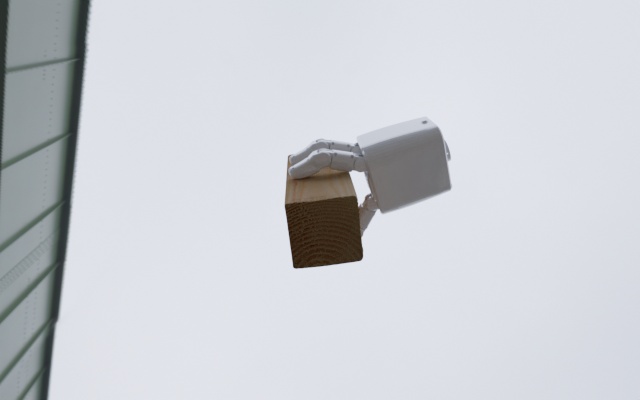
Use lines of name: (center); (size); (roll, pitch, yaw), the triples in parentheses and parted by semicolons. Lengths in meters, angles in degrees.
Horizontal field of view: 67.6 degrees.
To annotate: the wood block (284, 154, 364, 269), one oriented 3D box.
wood block: (0.001, 0.002, 0.669); (0.090, 0.091, 0.206); (-7, 21, 0)
